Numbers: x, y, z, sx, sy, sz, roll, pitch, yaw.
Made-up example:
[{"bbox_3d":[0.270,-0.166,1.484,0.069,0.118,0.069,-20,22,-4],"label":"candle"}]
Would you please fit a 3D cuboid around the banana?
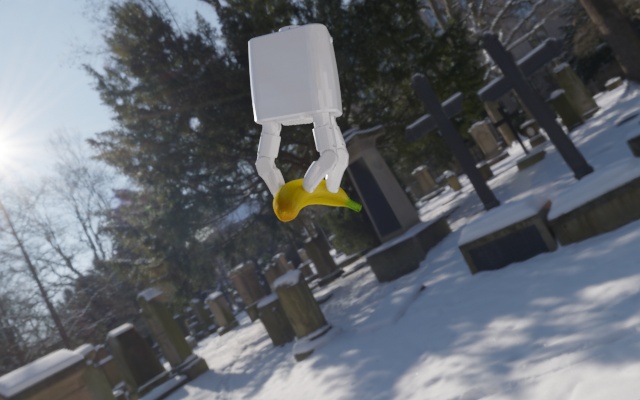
[{"bbox_3d":[-0.013,-0.005,0.632,0.069,0.037,0.198,23,16,28],"label":"banana"}]
